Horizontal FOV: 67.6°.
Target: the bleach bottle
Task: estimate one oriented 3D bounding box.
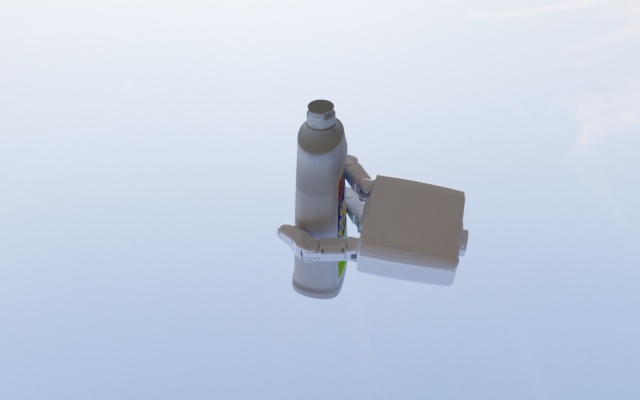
[{"bbox_3d":[0.000,0.002,0.567,0.068,0.251,0.102,8,43,10],"label":"bleach bottle"}]
